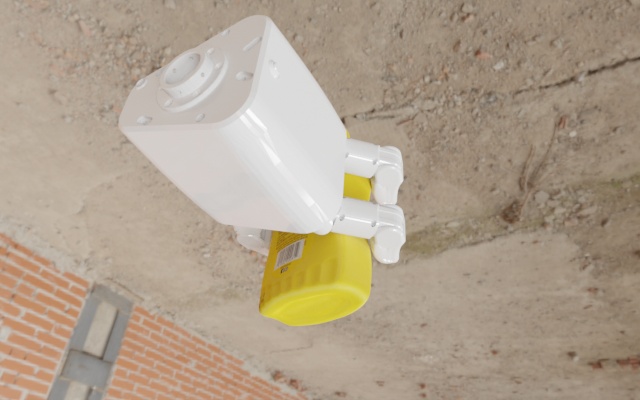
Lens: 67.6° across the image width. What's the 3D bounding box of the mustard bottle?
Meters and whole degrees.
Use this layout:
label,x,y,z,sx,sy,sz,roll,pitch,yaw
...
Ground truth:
label,x,y,z,sx,sy,sz,roll,pitch,yaw
mustard bottle,0.000,0.002,0.401,0.058,0.191,0.096,28,-40,-30
